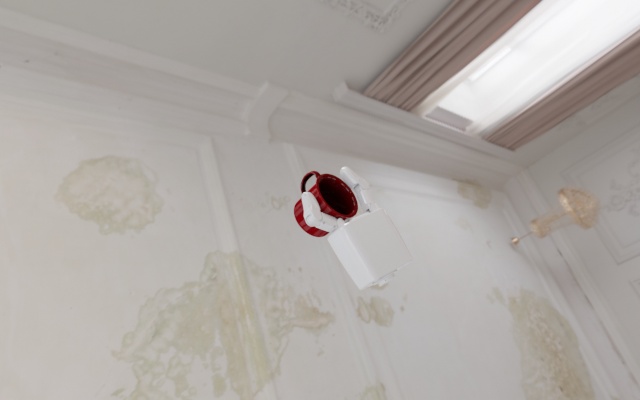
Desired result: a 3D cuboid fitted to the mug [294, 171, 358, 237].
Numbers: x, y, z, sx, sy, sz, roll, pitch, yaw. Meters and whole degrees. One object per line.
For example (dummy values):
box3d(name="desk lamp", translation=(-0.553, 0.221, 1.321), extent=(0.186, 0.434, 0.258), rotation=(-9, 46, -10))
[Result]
box3d(name="mug", translation=(-0.001, 0.002, 0.855), extent=(0.093, 0.117, 0.081), rotation=(-11, -26, -50))
